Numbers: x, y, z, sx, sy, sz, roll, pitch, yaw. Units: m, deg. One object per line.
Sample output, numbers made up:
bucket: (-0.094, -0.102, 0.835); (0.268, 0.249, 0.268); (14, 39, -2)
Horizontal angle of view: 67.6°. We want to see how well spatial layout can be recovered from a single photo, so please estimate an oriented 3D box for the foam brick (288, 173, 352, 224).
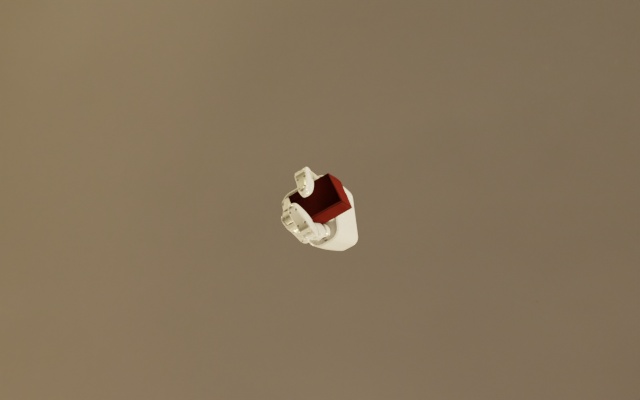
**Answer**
foam brick: (0.000, 0.002, 0.742); (0.078, 0.053, 0.051); (-30, -22, 17)
